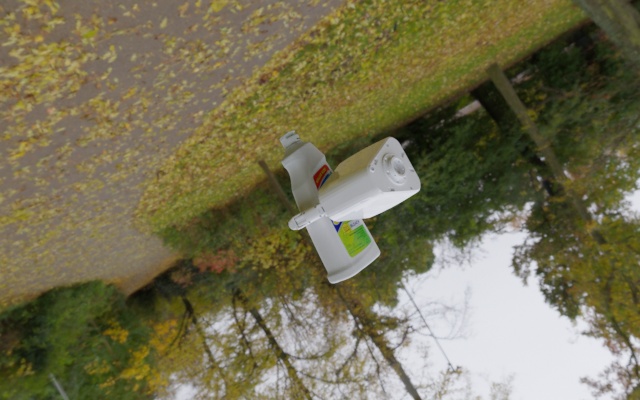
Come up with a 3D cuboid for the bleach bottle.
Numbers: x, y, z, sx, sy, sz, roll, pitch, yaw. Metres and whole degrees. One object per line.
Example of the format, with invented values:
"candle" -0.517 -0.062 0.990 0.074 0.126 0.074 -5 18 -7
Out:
"bleach bottle" 0.000 0.003 0.789 0.068 0.251 0.102 -29 0 44
